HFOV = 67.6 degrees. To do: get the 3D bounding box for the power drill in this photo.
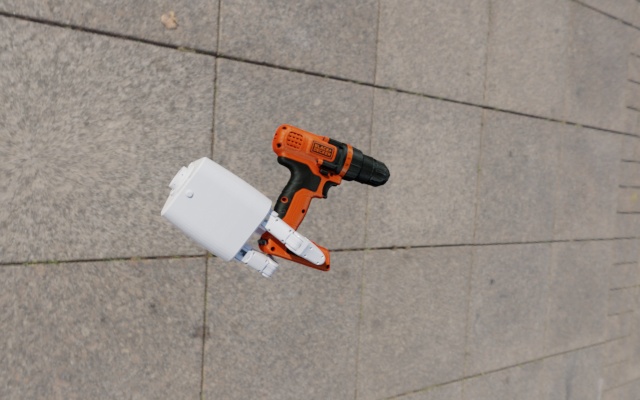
[{"bbox_3d":[0.000,0.003,0.687,0.184,0.187,0.057,18,-10,-16],"label":"power drill"}]
